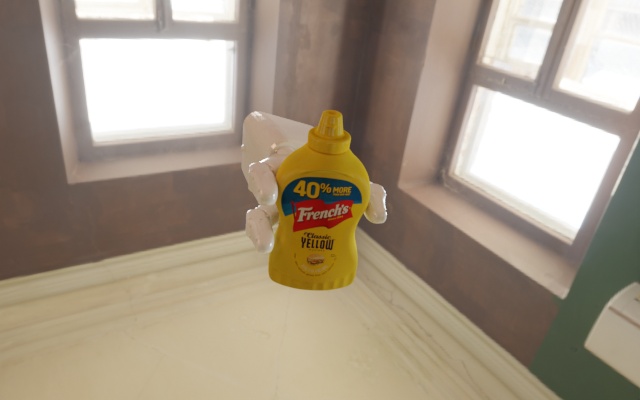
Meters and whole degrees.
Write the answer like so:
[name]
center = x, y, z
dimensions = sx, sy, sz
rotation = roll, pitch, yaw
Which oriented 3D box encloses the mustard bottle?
[mustard bottle]
center = 0.000, 0.002, 0.487
dimensions = 0.096, 0.192, 0.058
rotation = 5, 29, -4
